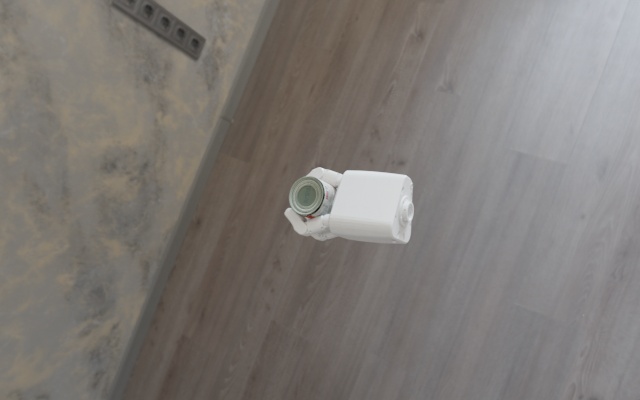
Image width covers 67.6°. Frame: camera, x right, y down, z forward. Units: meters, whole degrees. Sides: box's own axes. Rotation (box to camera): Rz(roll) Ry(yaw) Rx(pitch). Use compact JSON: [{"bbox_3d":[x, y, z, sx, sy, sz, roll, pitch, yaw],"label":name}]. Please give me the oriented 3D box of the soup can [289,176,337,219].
[{"bbox_3d":[0.000,0.002,0.812,0.068,0.068,0.102,0,-12,29],"label":"soup can"}]
